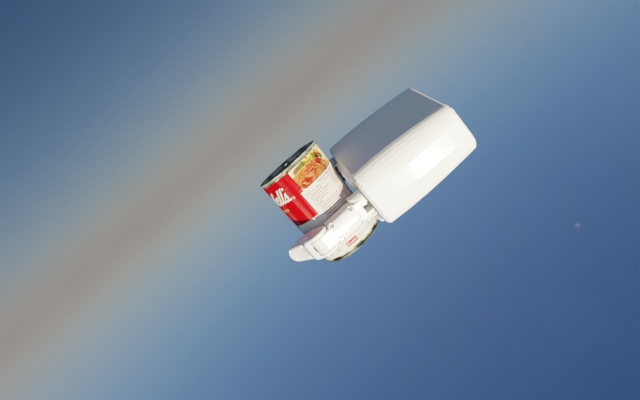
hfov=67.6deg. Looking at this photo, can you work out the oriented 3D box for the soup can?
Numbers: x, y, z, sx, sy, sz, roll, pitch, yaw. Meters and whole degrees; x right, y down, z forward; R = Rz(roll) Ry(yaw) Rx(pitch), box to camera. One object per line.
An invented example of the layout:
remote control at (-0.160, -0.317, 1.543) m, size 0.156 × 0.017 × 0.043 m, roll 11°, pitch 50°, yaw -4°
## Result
soup can at (0.000, 0.002, 0.469) m, size 0.068 × 0.102 × 0.068 m, roll -39°, pitch 12°, yaw 10°
